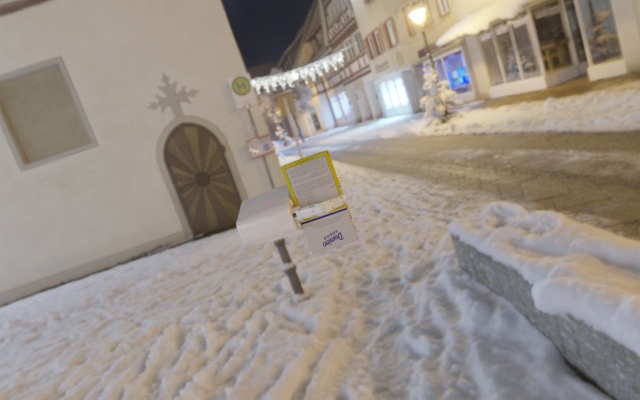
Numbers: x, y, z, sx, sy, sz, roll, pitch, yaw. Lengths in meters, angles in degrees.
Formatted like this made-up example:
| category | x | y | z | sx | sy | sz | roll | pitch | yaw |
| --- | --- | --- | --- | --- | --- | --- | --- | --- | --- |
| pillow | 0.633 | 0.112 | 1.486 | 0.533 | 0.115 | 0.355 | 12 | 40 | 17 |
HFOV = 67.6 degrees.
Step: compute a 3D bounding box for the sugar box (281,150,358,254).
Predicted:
| category | x | y | z | sx | sy | sz | roll | pitch | yaw |
| --- | --- | --- | --- | --- | --- | --- | --- | --- | --- |
| sugar box | 0.000 | 0.003 | 0.896 | 0.093 | 0.176 | 0.048 | -18 | 10 | 8 |
